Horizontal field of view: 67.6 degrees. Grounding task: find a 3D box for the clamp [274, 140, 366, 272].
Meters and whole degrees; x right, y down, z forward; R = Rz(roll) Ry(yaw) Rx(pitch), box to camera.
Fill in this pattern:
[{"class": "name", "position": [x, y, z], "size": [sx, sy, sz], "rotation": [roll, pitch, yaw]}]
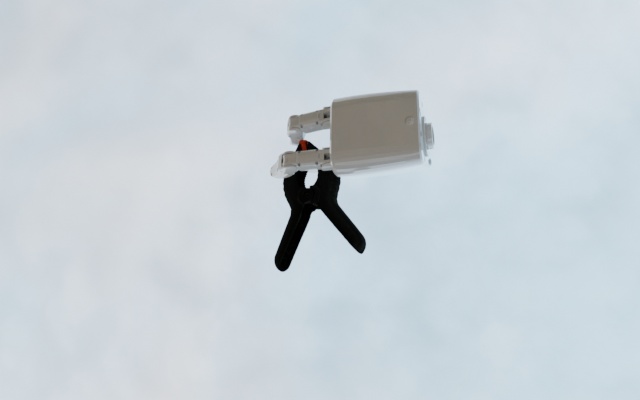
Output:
[{"class": "clamp", "position": [0.000, 0.002, 0.599], "size": [0.120, 0.171, 0.039], "rotation": [-5, -17, 20]}]
